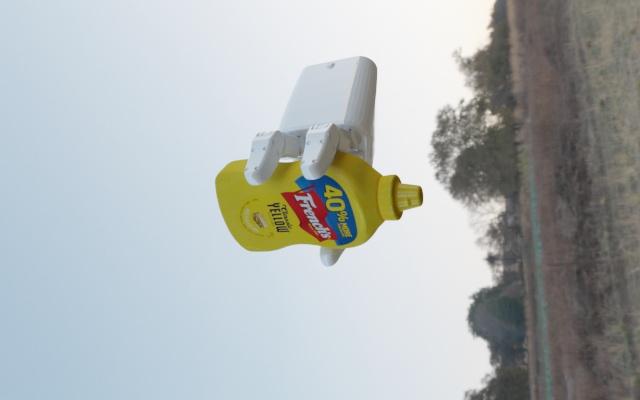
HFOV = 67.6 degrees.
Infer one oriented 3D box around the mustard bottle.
[{"bbox_3d":[0.000,0.002,0.449,0.191,0.096,0.058,-4,29,24],"label":"mustard bottle"}]
